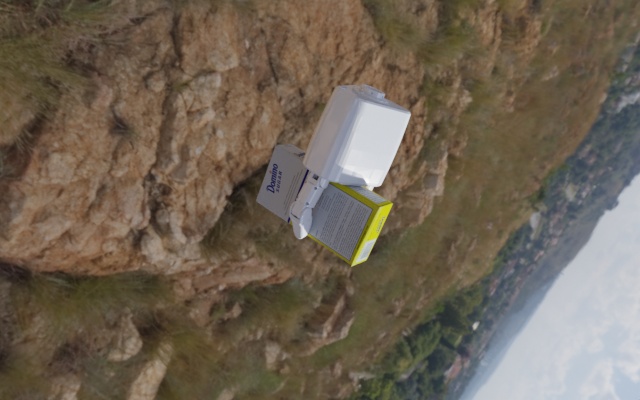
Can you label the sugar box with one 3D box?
[{"bbox_3d":[0.001,0.002,0.646,0.176,0.093,0.048,34,24,27],"label":"sugar box"}]
